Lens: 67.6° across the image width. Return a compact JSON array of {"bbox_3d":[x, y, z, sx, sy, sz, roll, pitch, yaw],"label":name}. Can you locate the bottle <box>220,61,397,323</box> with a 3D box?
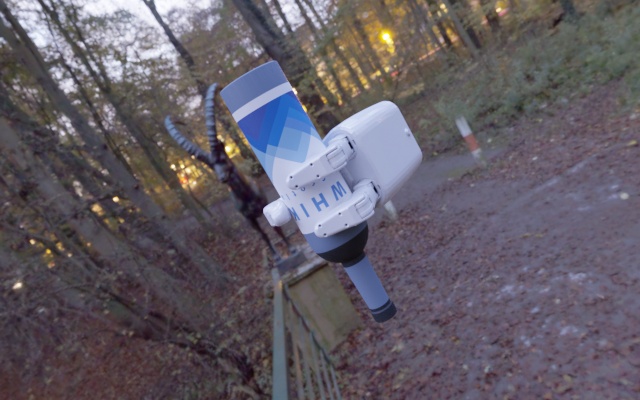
[{"bbox_3d":[0.000,0.001,0.505,0.069,0.296,0.069,-29,9,5],"label":"bottle"}]
